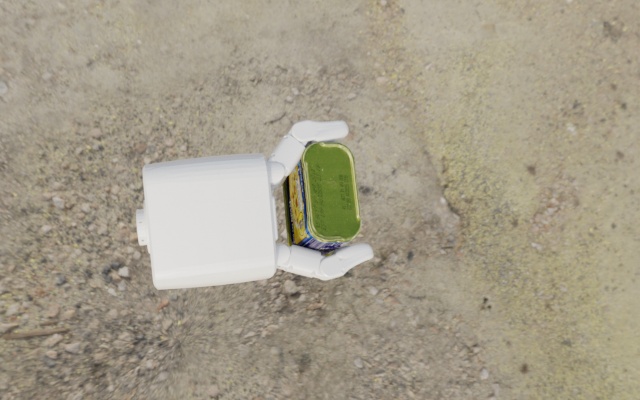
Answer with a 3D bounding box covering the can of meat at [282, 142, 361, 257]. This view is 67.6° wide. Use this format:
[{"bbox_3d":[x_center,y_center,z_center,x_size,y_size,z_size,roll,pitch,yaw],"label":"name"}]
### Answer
[{"bbox_3d":[0.000,0.002,0.475,0.057,0.102,0.084,-2,-15,-16],"label":"can of meat"}]
